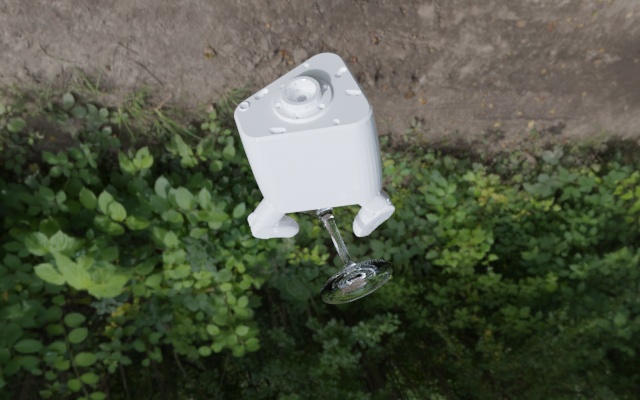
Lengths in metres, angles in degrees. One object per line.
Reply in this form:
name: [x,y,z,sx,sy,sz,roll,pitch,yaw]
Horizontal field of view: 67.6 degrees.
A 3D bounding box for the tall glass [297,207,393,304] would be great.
tall glass: [0.000,0.002,0.501,0.079,0.201,0.079,-17,-34,-12]
